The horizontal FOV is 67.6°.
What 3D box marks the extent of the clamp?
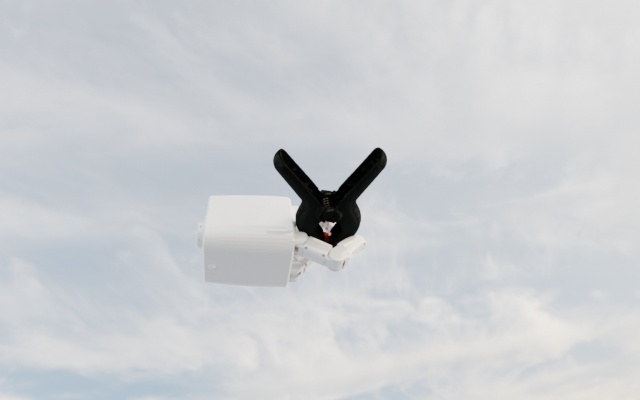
[{"bbox_3d":[0.000,0.002,0.556,0.120,0.172,0.039,9,43,-4],"label":"clamp"}]
